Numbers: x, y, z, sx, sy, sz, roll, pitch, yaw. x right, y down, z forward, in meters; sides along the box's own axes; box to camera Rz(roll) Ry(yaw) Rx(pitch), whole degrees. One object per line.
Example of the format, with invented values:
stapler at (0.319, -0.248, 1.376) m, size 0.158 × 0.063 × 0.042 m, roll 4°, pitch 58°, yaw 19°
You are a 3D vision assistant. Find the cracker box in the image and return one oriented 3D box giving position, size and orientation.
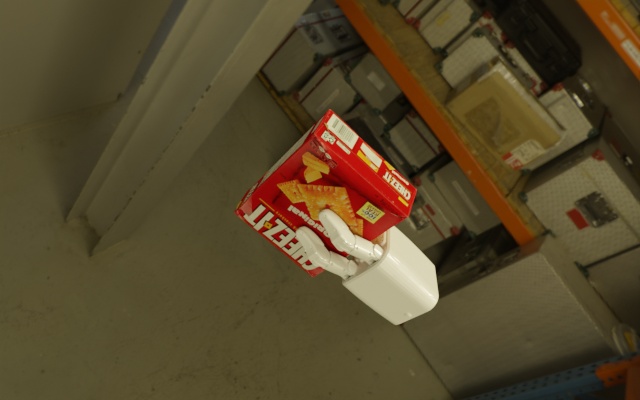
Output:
cracker box at (0.000, 0.002, 0.676) m, size 0.214 × 0.164 × 0.072 m, roll -39°, pitch 15°, yaw 41°
